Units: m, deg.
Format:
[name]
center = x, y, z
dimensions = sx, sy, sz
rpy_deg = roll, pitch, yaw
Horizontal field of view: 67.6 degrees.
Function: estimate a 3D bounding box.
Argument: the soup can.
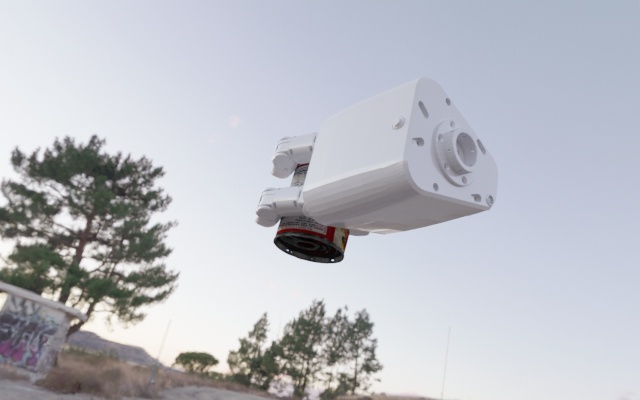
[soup can]
center = 0.000, 0.001, 0.463
dimensions = 0.068, 0.102, 0.068
rpy_deg = 12, -24, 5
